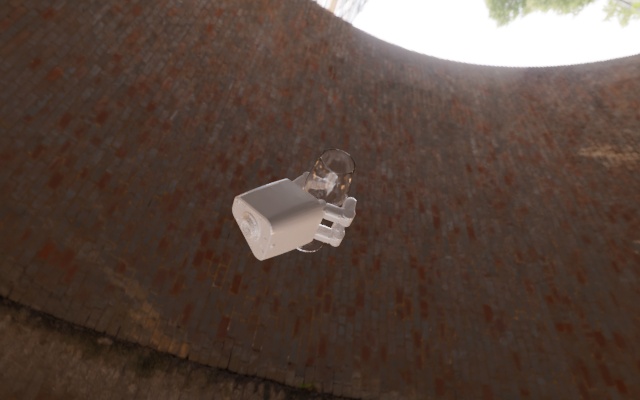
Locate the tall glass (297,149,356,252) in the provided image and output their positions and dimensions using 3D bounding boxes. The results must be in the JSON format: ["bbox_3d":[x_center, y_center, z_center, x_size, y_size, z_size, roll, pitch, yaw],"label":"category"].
[{"bbox_3d":[0.000,0.003,0.852,0.079,0.079,0.201,0,-43,-24],"label":"tall glass"}]
